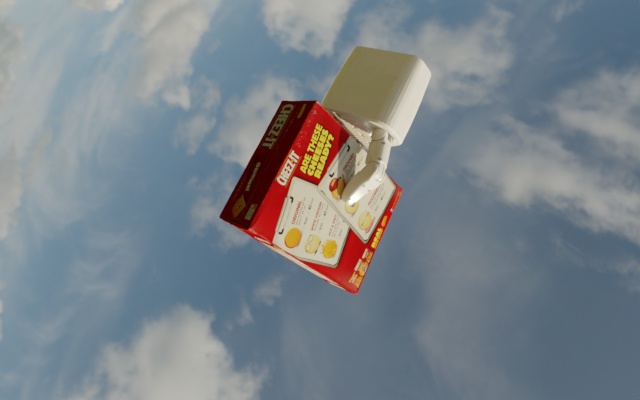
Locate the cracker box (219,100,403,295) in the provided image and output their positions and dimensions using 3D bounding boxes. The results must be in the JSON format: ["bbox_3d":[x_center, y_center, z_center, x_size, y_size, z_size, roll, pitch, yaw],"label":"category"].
[{"bbox_3d":[0.000,0.002,0.603,0.072,0.164,0.214,13,-18,45],"label":"cracker box"}]
